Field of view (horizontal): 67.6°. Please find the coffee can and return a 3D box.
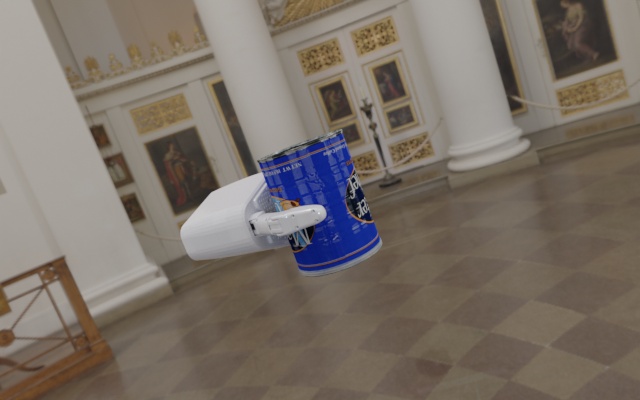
[{"bbox_3d":[0.000,0.002,0.548,0.103,0.140,0.103,-20,9,3],"label":"coffee can"}]
